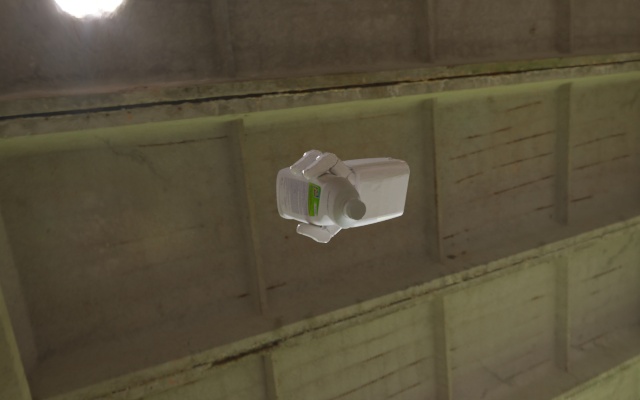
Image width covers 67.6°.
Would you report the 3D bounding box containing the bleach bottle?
[{"bbox_3d":[0.000,0.003,0.799,0.068,0.102,0.251,-9,13,-24],"label":"bleach bottle"}]
